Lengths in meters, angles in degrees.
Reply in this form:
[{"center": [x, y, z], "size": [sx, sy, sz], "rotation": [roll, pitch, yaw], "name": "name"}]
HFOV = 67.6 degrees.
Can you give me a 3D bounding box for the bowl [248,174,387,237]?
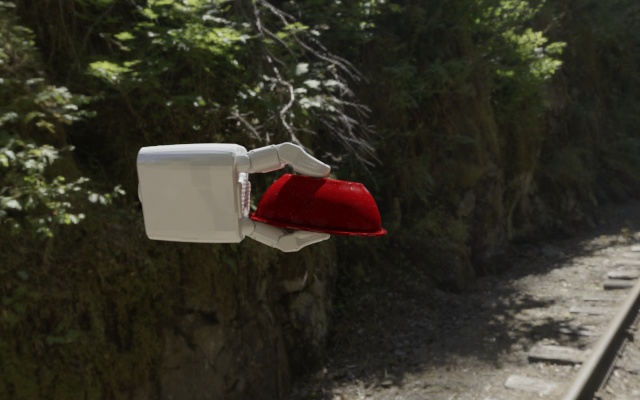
[{"center": [0.001, 0.002, 0.555], "size": [0.162, 0.055, 0.162], "rotation": [7, 3, 0], "name": "bowl"}]
